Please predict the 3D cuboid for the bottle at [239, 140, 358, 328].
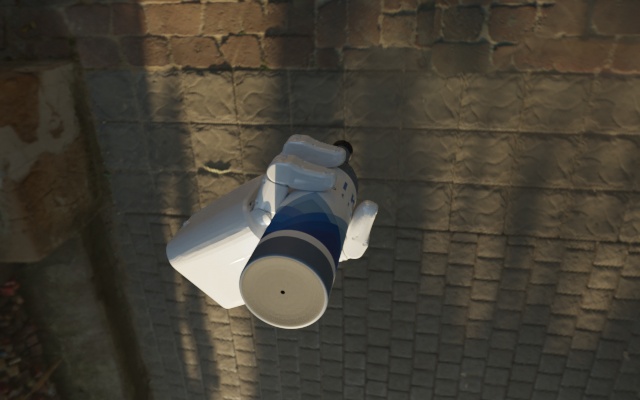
[{"bbox_3d":[0.000,0.002,0.471,0.069,0.069,0.295,0,26,12],"label":"bottle"}]
